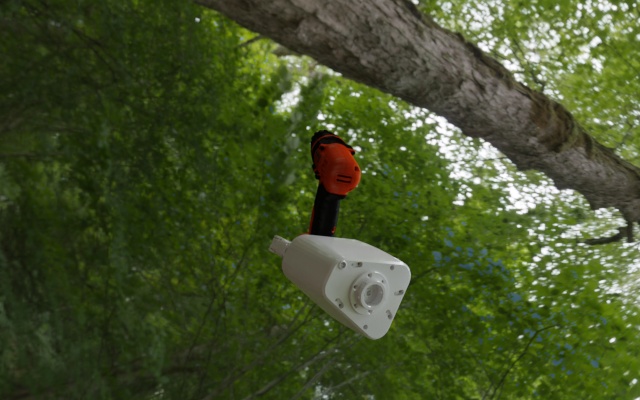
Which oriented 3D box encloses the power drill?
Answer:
[{"bbox_3d":[0.000,0.003,0.670,0.057,0.188,0.184,8,20,-10],"label":"power drill"}]
